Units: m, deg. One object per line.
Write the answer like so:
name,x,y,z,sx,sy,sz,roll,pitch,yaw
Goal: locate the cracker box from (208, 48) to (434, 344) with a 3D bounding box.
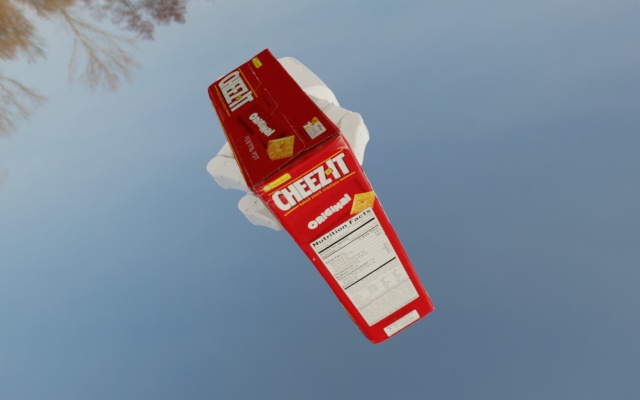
cracker box,0.000,0.001,0.405,0.072,0.214,0.164,-33,41,0
